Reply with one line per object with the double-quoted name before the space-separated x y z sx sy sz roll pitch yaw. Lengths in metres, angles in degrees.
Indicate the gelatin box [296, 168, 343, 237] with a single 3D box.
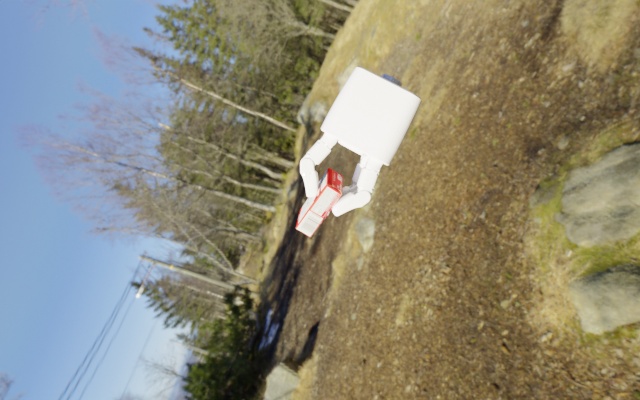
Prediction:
"gelatin box" 0.000 0.002 0.729 0.030 0.089 0.073 32 20 -10
